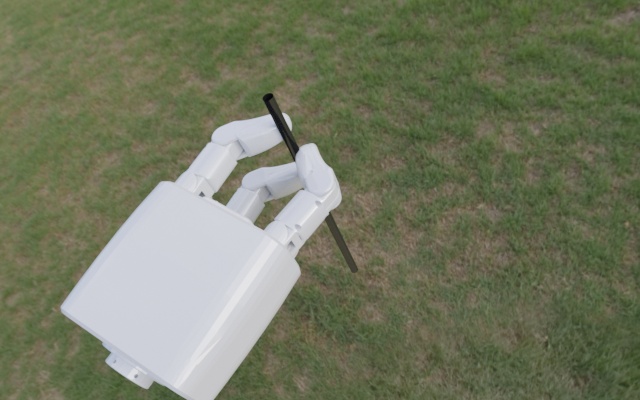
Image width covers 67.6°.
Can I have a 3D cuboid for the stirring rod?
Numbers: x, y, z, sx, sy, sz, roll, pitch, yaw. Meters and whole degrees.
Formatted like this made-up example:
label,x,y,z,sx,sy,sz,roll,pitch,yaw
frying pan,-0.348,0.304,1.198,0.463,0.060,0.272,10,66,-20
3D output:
label,x,y,z,sx,sy,sz,roll,pitch,yaw
stirring rod,0.000,0.001,0.415,0.011,0.011,0.240,0,-37,22
